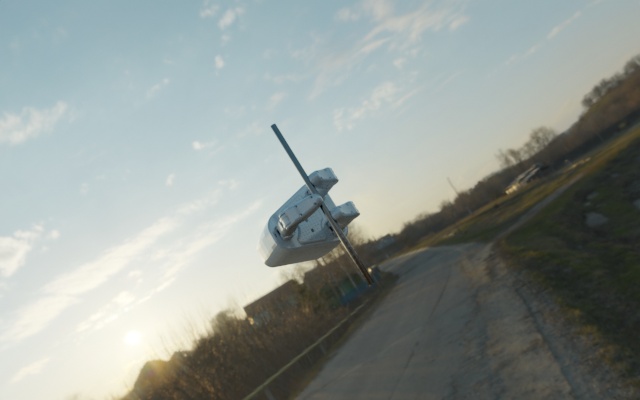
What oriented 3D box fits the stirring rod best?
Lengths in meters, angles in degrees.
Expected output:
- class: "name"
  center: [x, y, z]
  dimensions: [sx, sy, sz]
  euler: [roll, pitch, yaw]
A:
- class: "stirring rod"
  center: [0.000, 0.002, 0.601]
  dimensions: [0.011, 0.239, 0.011]
  euler: [-30, -11, -7]
